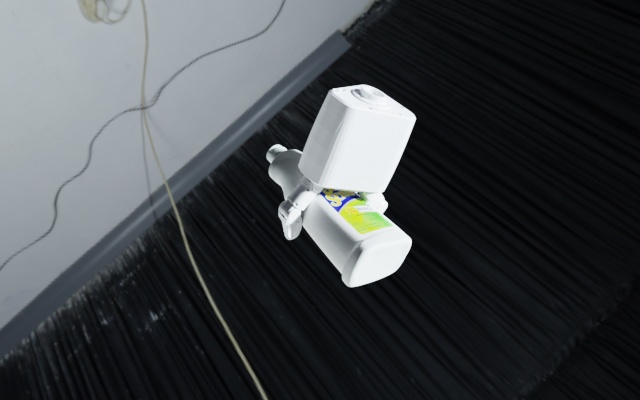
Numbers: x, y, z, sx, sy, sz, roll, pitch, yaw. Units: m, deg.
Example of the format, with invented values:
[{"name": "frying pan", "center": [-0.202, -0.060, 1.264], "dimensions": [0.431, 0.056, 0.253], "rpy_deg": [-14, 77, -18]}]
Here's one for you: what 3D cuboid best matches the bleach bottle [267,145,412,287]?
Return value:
[{"name": "bleach bottle", "center": [0.000, 0.002, 0.636], "dimensions": [0.102, 0.068, 0.250], "rpy_deg": [-8, 41, -43]}]
